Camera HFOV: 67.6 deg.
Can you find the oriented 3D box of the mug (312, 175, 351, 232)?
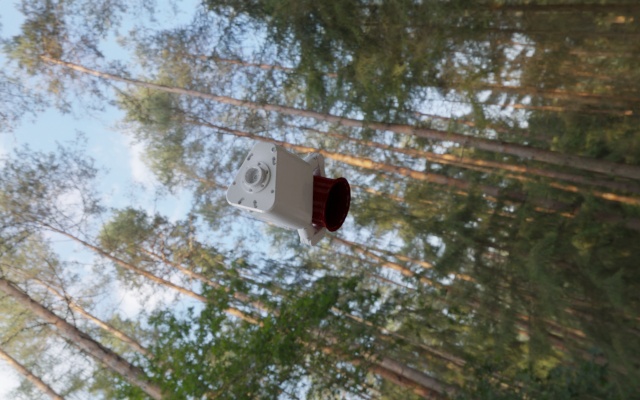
[{"bbox_3d":[0.001,0.003,0.823,0.081,0.093,0.117,12,-9,29],"label":"mug"}]
